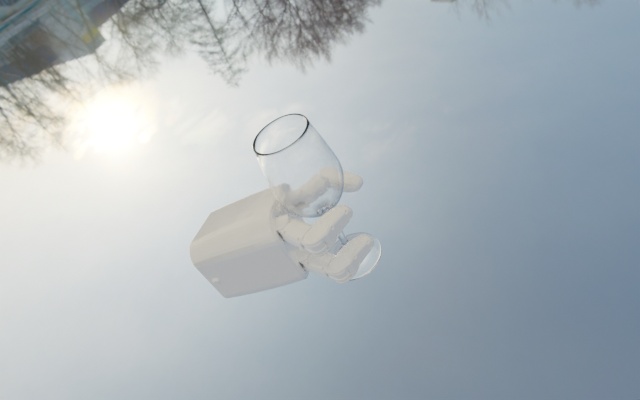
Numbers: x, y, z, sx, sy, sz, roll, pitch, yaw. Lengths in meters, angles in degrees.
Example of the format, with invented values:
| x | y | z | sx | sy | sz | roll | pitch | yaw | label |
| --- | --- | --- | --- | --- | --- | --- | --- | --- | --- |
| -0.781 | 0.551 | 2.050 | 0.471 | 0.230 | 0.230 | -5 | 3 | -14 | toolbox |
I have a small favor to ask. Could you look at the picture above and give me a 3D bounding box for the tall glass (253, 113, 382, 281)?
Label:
| x | y | z | sx | sy | sz | roll | pitch | yaw | label |
| --- | --- | --- | --- | --- | --- | --- | --- | --- | --- |
| 0.000 | 0.002 | 0.528 | 0.079 | 0.079 | 0.201 | 0 | -43 | 33 | tall glass |
